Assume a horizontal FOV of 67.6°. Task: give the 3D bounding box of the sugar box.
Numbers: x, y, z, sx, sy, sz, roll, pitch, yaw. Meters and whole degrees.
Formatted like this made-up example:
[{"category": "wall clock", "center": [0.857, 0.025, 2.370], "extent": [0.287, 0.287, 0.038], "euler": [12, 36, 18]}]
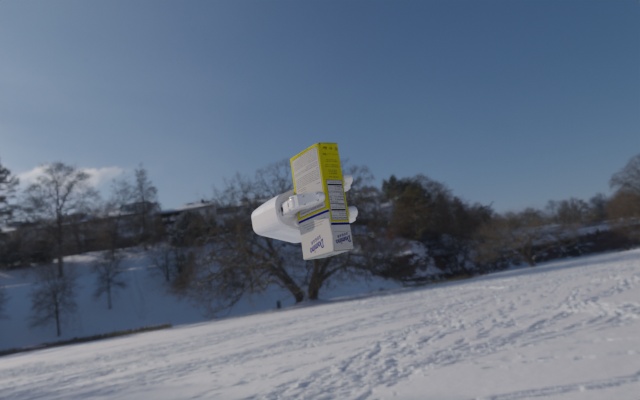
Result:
[{"category": "sugar box", "center": [0.000, 0.002, 0.777], "extent": [0.048, 0.176, 0.093], "euler": [-3, -12, -34]}]
